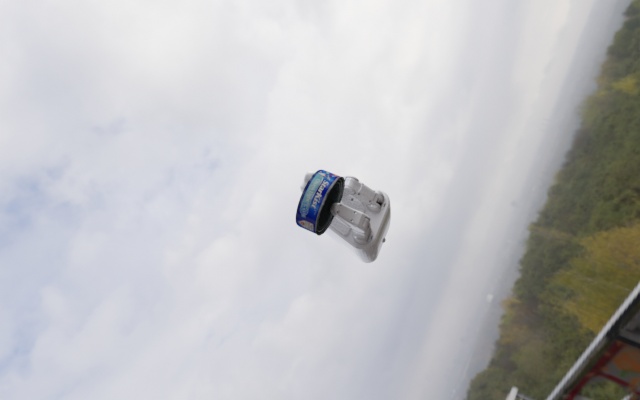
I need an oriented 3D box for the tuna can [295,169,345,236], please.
[{"bbox_3d":[0.000,0.002,0.645,0.034,0.086,0.086,23,6,15],"label":"tuna can"}]
